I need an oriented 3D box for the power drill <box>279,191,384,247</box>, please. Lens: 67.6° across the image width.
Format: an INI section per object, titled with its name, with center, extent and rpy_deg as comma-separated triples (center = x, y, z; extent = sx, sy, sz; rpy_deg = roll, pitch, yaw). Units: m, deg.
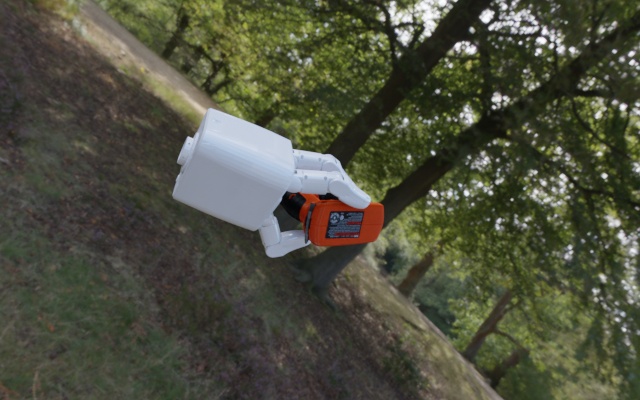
[power drill]
center = 0.000, 0.002, 0.653
extent = 0.184, 0.057, 0.187
rpy_deg = -2, 17, -33
